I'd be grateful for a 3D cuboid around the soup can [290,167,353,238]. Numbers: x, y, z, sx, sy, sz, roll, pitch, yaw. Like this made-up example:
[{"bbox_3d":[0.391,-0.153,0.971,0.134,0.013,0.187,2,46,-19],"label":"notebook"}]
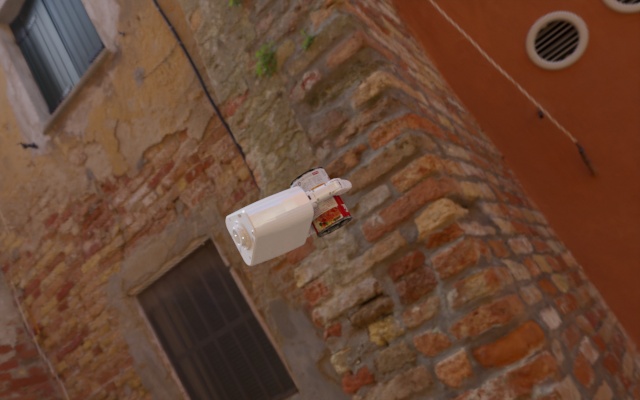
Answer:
[{"bbox_3d":[0.000,0.002,0.813,0.068,0.102,0.068,-29,-12,-7],"label":"soup can"}]
